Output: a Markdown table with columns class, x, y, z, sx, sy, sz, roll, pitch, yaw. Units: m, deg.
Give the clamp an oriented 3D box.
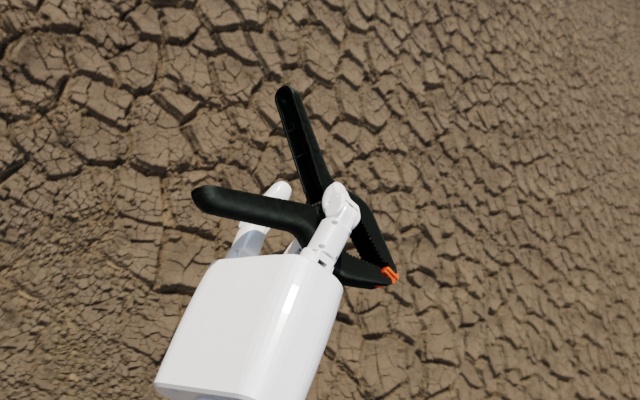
| class | x | y | z | sx | sy | sz | roll | pitch | yaw |
| --- | --- | --- | --- | --- | --- | --- | --- | --- | --- |
| clamp | 0.001 | 0.002 | 0.439 | 0.210 | 0.164 | 0.036 | 41 | -42 | -23 |
